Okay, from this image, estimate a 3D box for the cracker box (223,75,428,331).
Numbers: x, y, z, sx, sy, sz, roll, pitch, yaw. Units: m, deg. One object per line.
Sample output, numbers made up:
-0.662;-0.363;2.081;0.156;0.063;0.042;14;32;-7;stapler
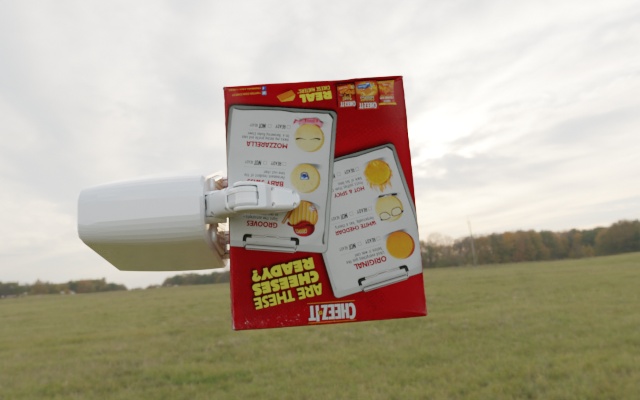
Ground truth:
0.000;0.001;0.438;0.164;0.213;0.072;-4;-9;-1;cracker box
